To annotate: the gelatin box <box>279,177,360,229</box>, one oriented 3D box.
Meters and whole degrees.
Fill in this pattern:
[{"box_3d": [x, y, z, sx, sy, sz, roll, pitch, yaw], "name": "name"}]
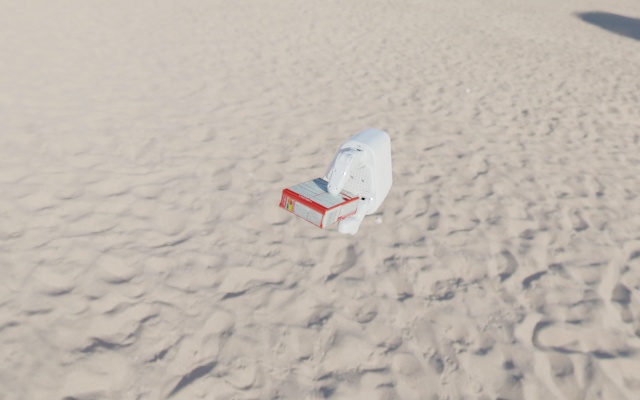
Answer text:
[{"box_3d": [0.000, 0.002, 0.650, 0.073, 0.030, 0.089, 26, 26, 27], "name": "gelatin box"}]
